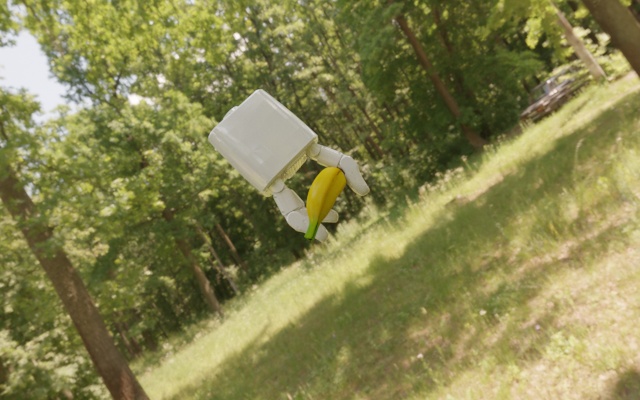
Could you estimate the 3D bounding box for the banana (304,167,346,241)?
[{"bbox_3d":[0.008,-0.013,0.638,0.037,0.070,0.197,28,19,2],"label":"banana"}]
